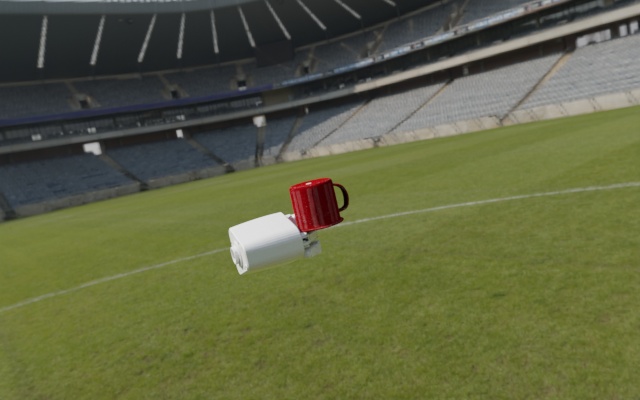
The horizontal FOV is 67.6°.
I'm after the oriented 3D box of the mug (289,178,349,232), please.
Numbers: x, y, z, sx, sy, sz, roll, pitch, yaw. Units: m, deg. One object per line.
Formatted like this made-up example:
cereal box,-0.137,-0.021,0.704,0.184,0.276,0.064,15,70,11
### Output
mug,0.001,0.002,0.884,0.117,0.081,0.093,-16,9,-22
